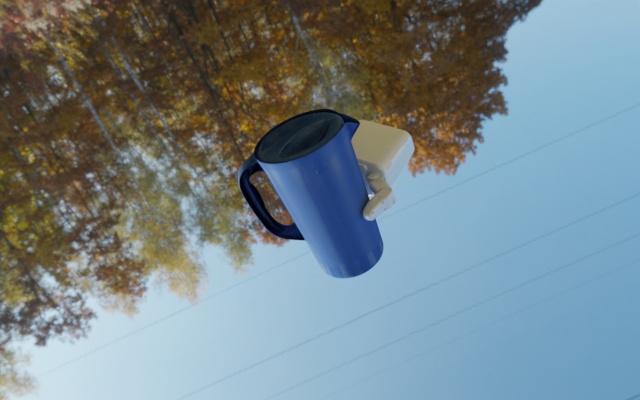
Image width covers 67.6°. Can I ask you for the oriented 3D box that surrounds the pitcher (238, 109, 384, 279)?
[{"bbox_3d":[0.000,0.002,0.706,0.149,0.243,0.145,4,42,37],"label":"pitcher"}]
